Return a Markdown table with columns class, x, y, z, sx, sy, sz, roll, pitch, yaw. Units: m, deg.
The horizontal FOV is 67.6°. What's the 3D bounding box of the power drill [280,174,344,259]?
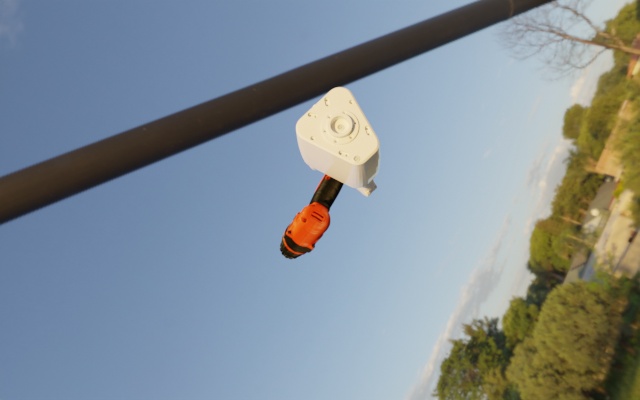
| class | x | y | z | sx | sy | sz | roll | pitch | yaw |
| --- | --- | --- | --- | --- | --- | --- | --- | --- | --- |
| power drill | 0.000 | 0.002 | 0.781 | 0.057 | 0.187 | 0.184 | 30 | -26 | -6 |
